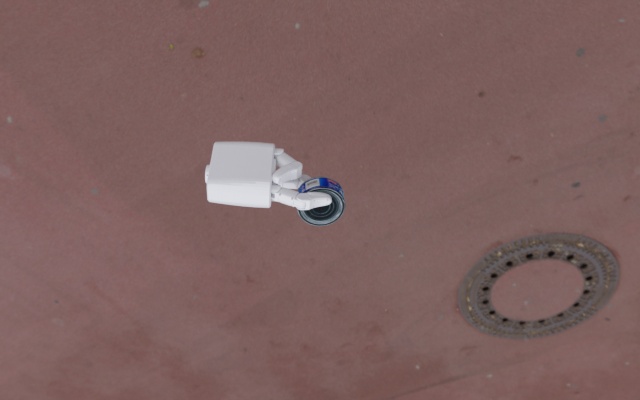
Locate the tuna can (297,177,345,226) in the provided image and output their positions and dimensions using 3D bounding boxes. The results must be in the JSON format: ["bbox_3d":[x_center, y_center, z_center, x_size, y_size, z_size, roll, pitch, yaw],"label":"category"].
[{"bbox_3d":[0.000,0.003,0.834,0.086,0.086,0.033,0,36,-5],"label":"tuna can"}]
